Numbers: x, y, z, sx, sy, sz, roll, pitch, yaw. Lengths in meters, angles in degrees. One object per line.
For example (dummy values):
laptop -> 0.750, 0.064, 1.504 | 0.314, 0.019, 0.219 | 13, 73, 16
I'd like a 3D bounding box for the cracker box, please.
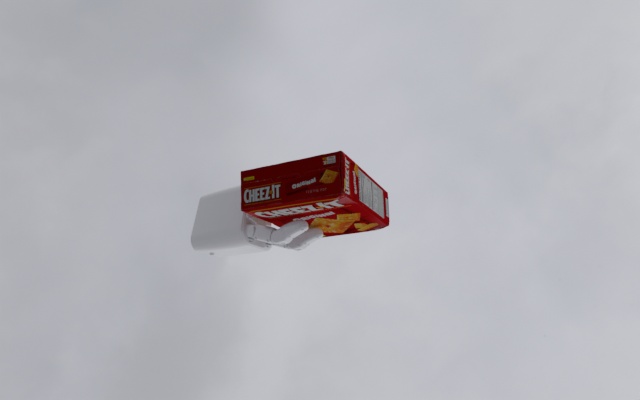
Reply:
cracker box -> 0.000, 0.002, 0.752 | 0.164, 0.072, 0.214 | -10, -18, 23
